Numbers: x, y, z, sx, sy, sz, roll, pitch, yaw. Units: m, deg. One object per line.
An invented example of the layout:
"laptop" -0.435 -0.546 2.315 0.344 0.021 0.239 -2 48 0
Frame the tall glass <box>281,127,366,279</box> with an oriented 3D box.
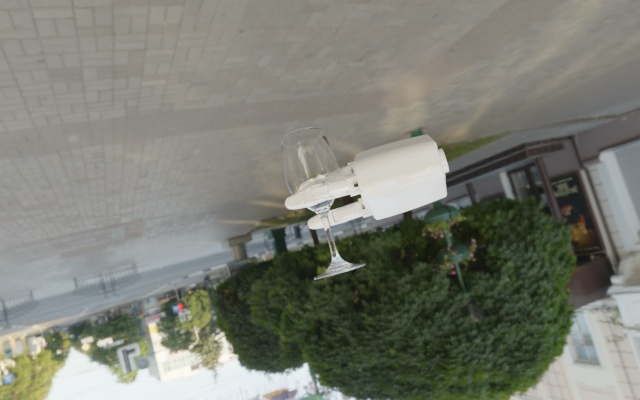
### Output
"tall glass" 0.000 0.003 0.663 0.079 0.201 0.079 -16 -6 -2
